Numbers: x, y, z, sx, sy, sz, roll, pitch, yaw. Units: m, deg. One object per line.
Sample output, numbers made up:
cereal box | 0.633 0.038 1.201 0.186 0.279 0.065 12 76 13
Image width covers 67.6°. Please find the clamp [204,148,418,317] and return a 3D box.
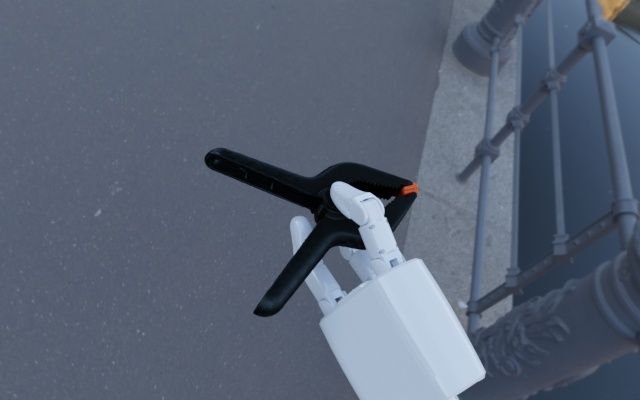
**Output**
clamp | 0.001 0.001 0.459 0.210 0.164 0.036 -17 -22 -30
